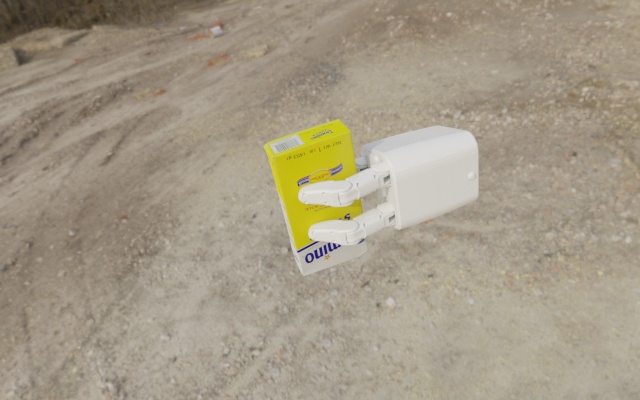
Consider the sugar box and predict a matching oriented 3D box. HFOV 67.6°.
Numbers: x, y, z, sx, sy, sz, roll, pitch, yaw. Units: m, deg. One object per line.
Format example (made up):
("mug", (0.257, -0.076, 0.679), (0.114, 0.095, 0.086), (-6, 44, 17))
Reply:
("sugar box", (0.000, 0.002, 0.568), (0.093, 0.176, 0.048), (-19, 33, -9))
